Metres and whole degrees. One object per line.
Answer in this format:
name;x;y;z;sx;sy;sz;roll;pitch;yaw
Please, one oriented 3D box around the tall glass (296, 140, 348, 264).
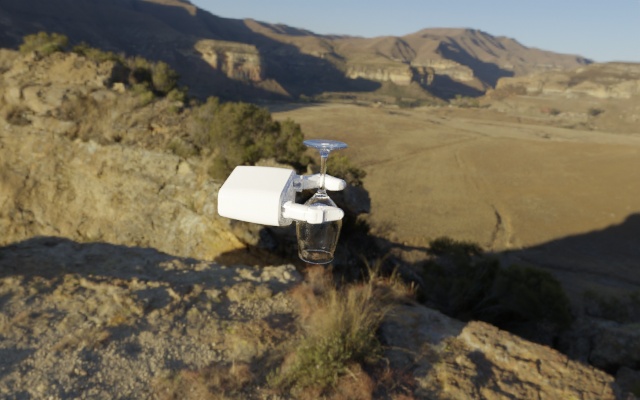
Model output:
tall glass;0.000;0.002;0.805;0.079;0.201;0.079;4;16;-1
